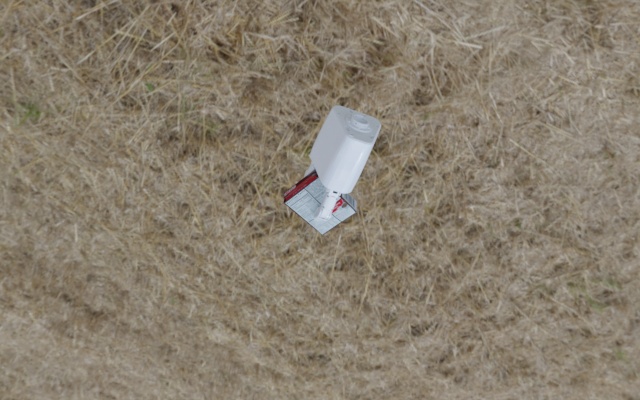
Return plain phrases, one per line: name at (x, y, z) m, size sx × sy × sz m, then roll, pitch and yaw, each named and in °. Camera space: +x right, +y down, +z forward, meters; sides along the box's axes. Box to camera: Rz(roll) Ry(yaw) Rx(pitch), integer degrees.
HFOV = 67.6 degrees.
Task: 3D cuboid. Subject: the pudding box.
pudding box at (0.000, 0.003, 0.893) m, size 0.090 × 0.113 × 0.039 m, roll -35°, pitch 29°, yaw 24°
